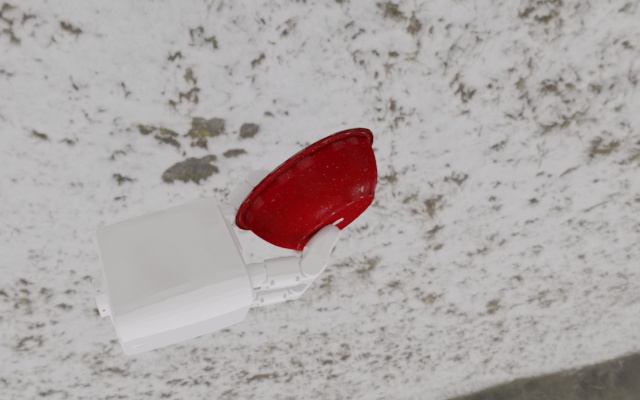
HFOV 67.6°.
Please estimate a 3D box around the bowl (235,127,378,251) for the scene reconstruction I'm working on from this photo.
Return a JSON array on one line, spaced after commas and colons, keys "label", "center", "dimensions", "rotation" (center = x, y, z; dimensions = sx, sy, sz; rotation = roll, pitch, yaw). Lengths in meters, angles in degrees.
[{"label": "bowl", "center": [0.001, 0.001, 0.468], "dimensions": [0.162, 0.055, 0.162], "rotation": [-33, -14, -9]}]
